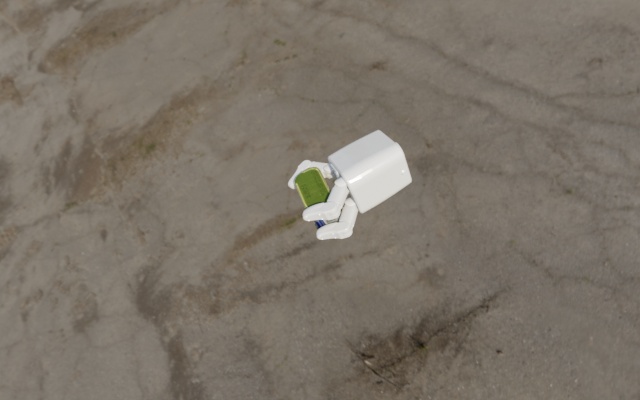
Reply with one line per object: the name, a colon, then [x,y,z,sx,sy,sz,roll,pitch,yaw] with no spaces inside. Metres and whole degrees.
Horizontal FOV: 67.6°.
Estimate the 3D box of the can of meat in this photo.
can of meat: [0.000,0.003,0.838,0.057,0.102,0.084,-27,-43,2]
